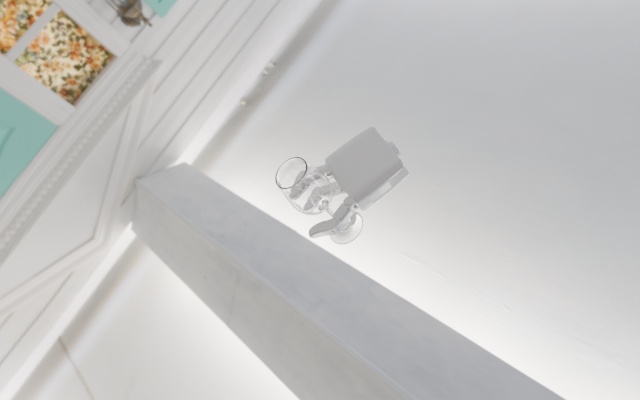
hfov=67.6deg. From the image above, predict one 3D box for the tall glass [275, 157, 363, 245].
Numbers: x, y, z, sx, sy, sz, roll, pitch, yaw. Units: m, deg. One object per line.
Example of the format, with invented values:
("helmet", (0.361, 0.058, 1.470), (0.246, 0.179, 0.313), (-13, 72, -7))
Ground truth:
("tall glass", (0.000, 0.003, 0.850), (0.079, 0.079, 0.201), (0, -29, 34))
